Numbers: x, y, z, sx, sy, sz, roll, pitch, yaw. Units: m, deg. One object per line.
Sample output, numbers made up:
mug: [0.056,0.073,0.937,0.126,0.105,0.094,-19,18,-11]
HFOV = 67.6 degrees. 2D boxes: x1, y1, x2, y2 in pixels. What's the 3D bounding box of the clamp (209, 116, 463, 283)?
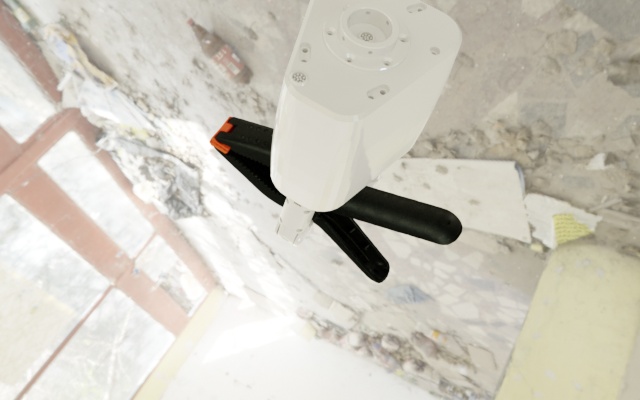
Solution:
clamp: [-0.001,0.002,0.414,0.210,0.036,0.165,30,-25,7]
